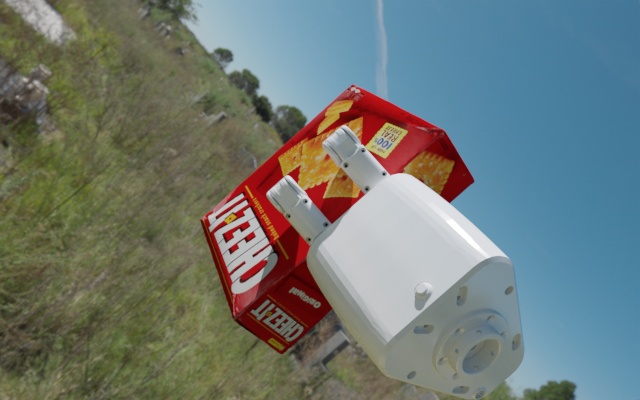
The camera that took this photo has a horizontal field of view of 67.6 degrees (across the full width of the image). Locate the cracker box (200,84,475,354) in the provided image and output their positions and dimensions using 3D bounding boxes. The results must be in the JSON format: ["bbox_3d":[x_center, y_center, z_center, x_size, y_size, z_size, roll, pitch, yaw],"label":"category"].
[{"bbox_3d":[0.000,0.001,0.434,0.072,0.213,0.164,48,1,-34],"label":"cracker box"}]
